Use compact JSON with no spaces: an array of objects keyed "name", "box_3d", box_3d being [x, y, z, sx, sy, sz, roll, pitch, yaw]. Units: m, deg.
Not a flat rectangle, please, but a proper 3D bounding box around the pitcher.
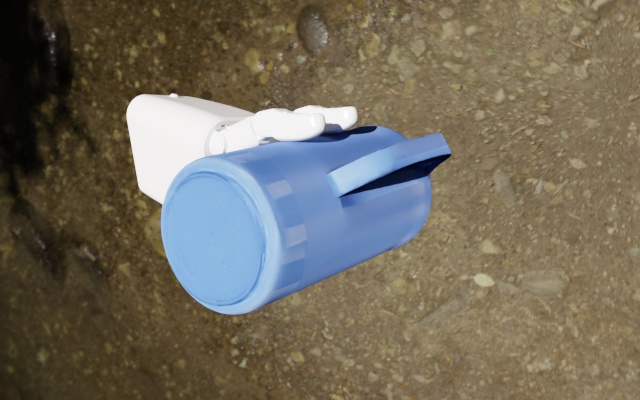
[{"name":"pitcher","box_3d":[0.000,0.001,0.404,0.145,0.149,0.243,24,21,27]}]
